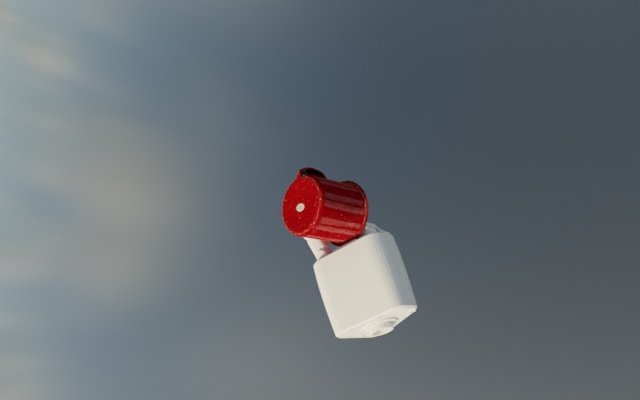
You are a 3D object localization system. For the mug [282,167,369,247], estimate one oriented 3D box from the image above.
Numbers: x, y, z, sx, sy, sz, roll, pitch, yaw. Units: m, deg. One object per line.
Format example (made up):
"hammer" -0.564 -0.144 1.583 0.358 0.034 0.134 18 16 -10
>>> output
"mug" 0.000 0.001 0.647 0.081 0.117 0.093 12 -41 -41
